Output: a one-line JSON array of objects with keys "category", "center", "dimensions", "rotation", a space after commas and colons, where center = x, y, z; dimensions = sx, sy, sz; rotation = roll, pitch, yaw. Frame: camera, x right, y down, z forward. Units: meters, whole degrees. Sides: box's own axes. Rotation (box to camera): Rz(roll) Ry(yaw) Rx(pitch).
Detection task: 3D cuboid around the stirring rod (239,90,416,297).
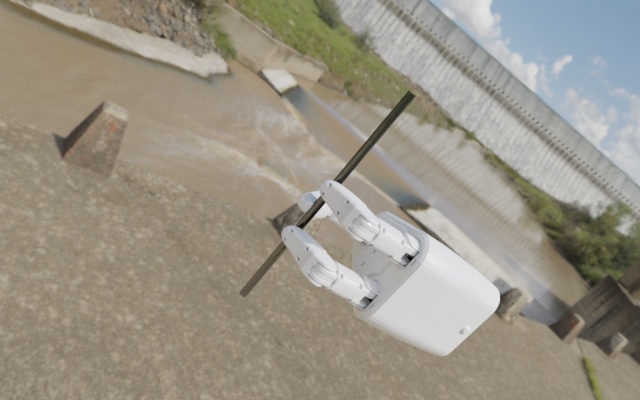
[{"category": "stirring rod", "center": [0.000, 0.001, 0.422], "dimensions": [0.011, 0.239, 0.011], "rotation": [36, 17, -13]}]
